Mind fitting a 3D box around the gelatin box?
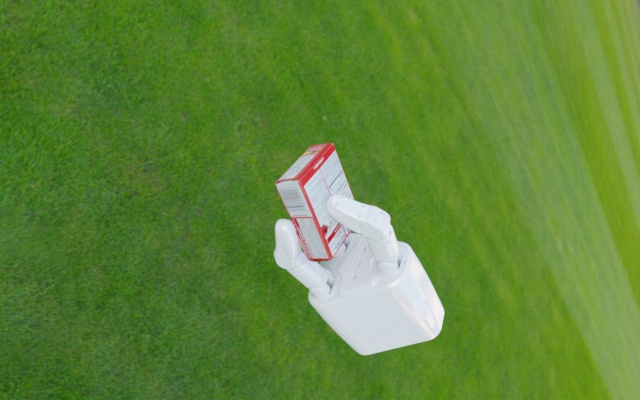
[{"bbox_3d":[0.000,0.001,0.452,0.030,0.089,0.073,-5,30,33],"label":"gelatin box"}]
